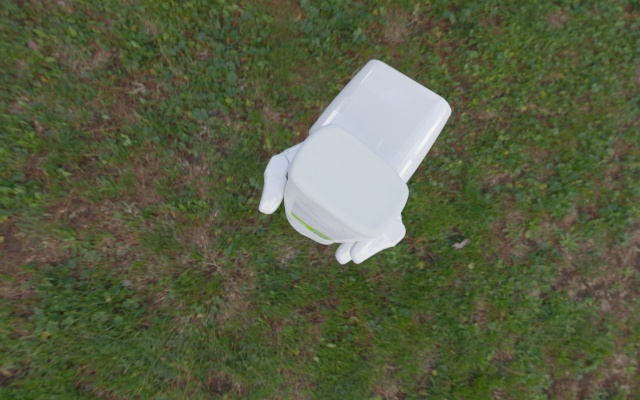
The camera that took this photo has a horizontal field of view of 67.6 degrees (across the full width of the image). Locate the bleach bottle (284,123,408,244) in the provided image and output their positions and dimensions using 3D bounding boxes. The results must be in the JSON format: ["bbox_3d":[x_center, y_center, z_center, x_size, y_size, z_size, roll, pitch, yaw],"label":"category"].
[{"bbox_3d":[0.000,0.002,0.503,0.102,0.068,0.251,38,-14,-5],"label":"bleach bottle"}]
